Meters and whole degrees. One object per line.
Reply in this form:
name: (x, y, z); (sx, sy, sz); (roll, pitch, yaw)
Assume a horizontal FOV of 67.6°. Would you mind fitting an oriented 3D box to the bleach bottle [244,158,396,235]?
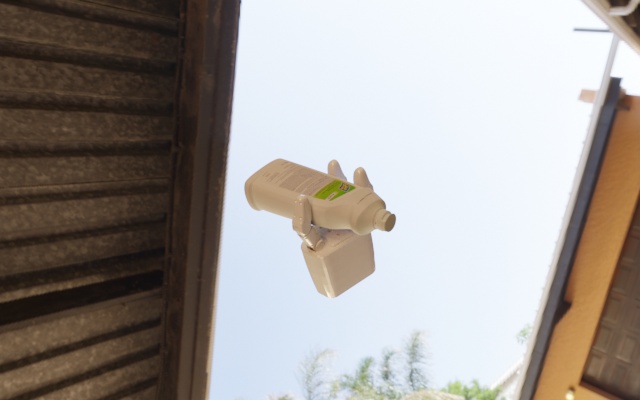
bleach bottle: (0.000, 0.002, 0.742); (0.250, 0.068, 0.102); (20, 48, 38)
